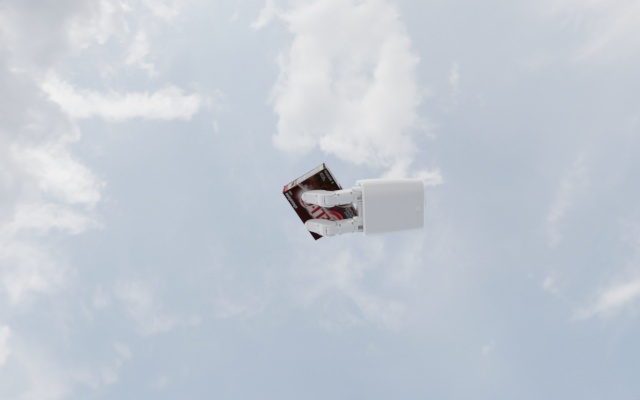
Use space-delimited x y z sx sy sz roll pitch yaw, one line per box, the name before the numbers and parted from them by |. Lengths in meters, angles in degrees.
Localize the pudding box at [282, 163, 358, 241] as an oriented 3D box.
pudding box | 0.000 0.003 0.842 0.090 0.113 0.039 -30 18 10
